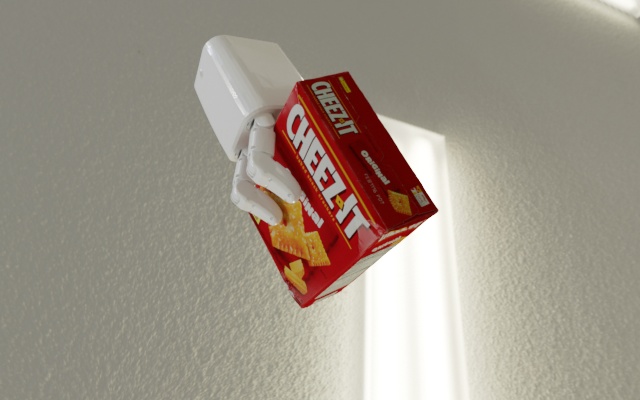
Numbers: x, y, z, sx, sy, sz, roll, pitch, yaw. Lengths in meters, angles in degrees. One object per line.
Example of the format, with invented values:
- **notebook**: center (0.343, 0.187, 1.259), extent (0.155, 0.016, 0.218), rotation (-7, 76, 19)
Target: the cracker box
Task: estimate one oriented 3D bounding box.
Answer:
- **cracker box**: center (0.000, 0.002, 0.503), extent (0.072, 0.164, 0.214), rotation (-20, -19, -32)
